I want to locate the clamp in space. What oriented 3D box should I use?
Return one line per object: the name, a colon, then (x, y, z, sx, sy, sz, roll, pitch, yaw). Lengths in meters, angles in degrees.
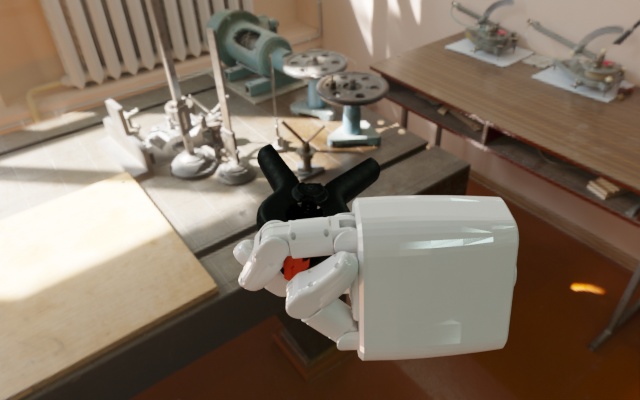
clamp: (0.000, 0.001, 0.415, 0.120, 0.039, 0.171, -2, 37, -1)
